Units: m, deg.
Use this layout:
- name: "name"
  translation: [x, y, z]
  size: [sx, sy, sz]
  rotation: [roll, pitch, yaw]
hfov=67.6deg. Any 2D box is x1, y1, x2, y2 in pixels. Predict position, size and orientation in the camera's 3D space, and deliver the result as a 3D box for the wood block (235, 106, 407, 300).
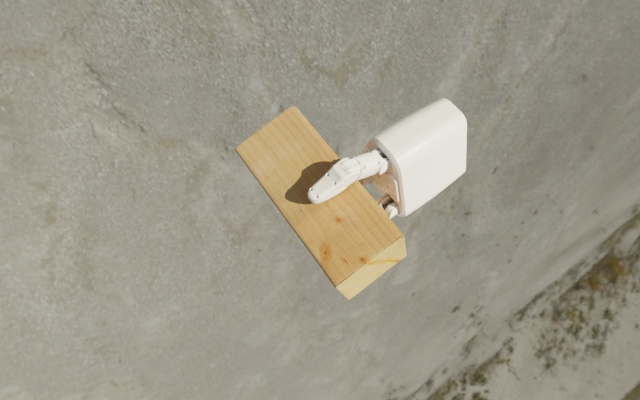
- name: "wood block"
  translation: [0.000, 0.002, 0.562]
  size: [0.090, 0.206, 0.091]
  rotation: [-37, -23, -3]
